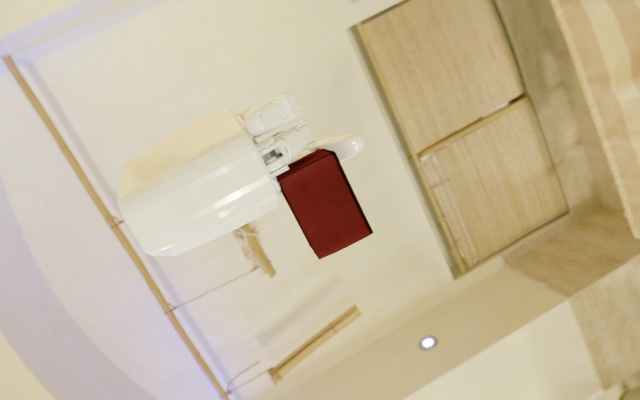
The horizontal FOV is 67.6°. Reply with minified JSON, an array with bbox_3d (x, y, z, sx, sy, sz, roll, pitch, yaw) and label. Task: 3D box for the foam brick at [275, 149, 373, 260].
[{"bbox_3d":[0.000,0.002,0.408,0.051,0.078,0.053,-28,14,-7],"label":"foam brick"}]
